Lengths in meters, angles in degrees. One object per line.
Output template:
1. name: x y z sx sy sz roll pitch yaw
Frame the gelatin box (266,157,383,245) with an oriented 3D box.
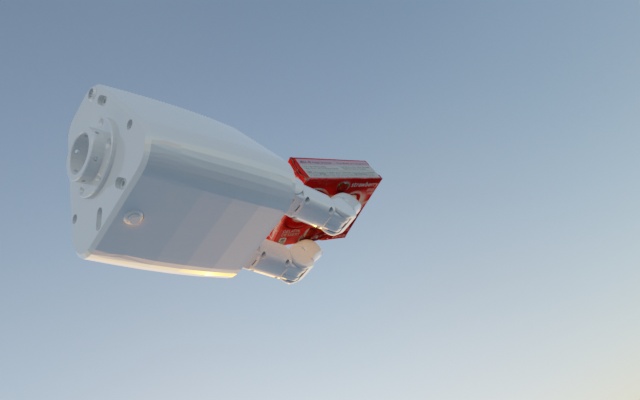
1. gelatin box: 0.000 0.001 0.408 0.089 0.073 0.030 -3 43 -42
